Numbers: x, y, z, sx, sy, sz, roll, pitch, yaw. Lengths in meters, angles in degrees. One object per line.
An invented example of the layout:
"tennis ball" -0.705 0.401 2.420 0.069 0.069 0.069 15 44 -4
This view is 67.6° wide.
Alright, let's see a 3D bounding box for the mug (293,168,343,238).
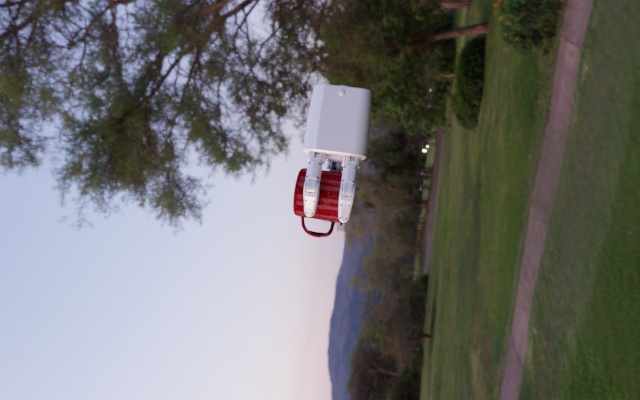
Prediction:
"mug" 0.000 0.004 0.790 0.081 0.117 0.093 8 -4 6
